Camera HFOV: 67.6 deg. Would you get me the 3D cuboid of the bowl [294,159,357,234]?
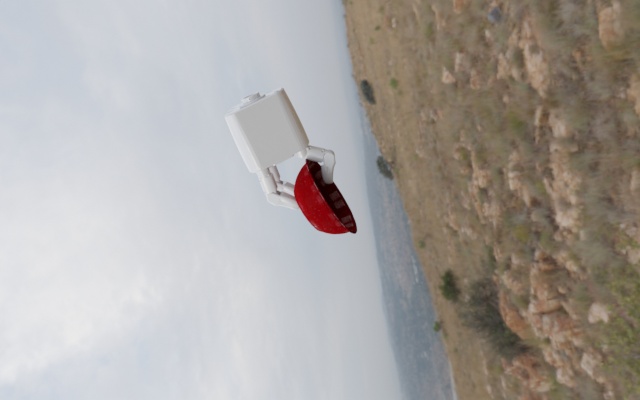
[{"bbox_3d":[0.001,0.004,0.855,0.055,0.162,0.162,-33,-8,13],"label":"bowl"}]
